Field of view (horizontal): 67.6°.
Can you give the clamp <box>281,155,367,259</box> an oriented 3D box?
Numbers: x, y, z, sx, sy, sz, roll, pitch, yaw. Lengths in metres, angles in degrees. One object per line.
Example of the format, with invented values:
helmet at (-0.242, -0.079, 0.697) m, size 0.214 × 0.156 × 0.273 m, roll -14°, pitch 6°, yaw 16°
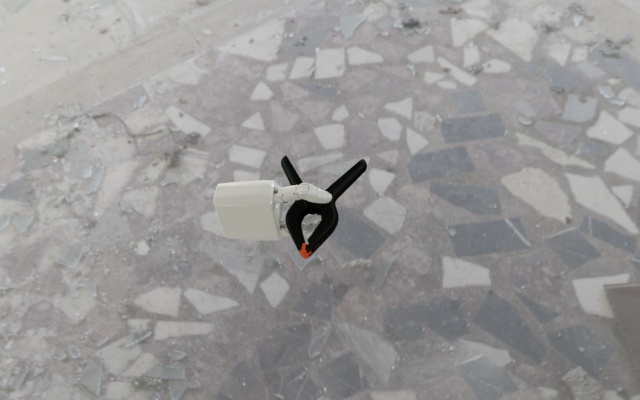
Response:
clamp at (0.000, 0.003, 0.853) m, size 0.164 × 0.209 × 0.036 m, roll -3°, pitch -32°, yaw 11°
